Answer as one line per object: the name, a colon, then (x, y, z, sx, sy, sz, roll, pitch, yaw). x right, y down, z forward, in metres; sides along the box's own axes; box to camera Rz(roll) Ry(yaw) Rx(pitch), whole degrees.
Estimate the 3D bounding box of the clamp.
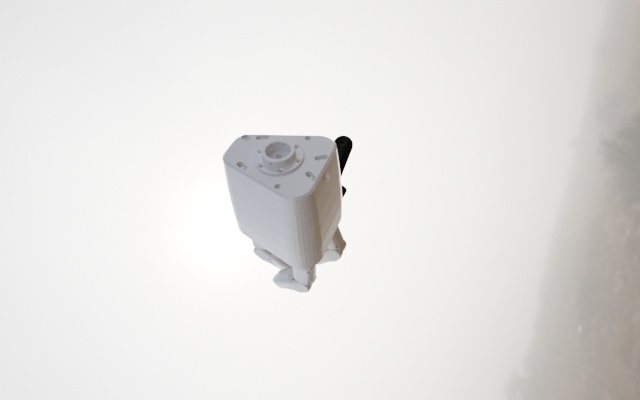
clamp: (-0.001, 0.002, 0.595, 0.039, 0.171, 0.120, 16, -41, 14)
